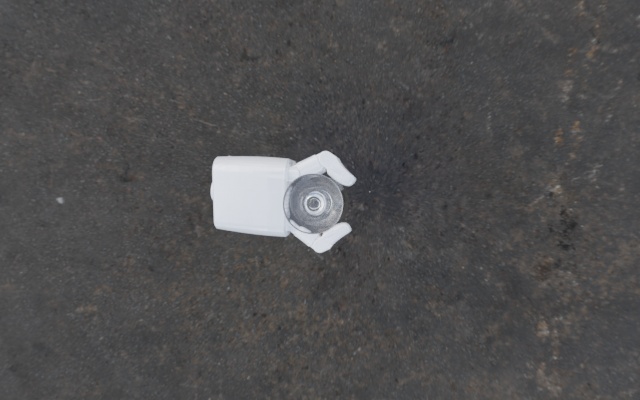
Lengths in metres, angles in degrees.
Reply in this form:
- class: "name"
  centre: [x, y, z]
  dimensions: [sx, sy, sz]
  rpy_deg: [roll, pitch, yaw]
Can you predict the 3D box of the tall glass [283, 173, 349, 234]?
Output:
- class: "tall glass"
  centre: [0.000, 0.002, 0.678]
  dimensions: [0.079, 0.079, 0.201]
  rpy_deg: [0, 1, 6]
